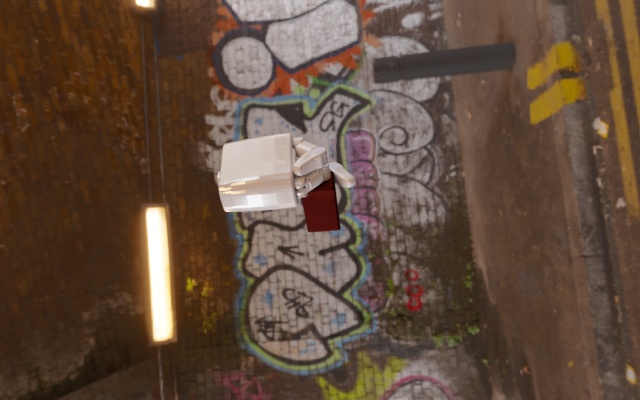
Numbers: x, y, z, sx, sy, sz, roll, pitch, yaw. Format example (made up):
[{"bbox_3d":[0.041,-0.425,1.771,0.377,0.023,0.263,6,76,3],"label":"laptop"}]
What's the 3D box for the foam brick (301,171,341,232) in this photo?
[{"bbox_3d":[0.000,0.003,0.728,0.051,0.078,0.053,-7,34,2],"label":"foam brick"}]
